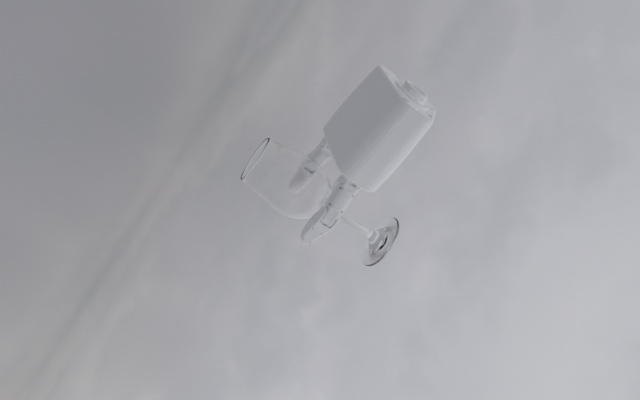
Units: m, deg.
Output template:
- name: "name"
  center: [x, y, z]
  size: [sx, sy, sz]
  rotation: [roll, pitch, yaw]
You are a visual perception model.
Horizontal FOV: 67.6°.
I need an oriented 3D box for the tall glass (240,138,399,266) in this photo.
- name: "tall glass"
  center: [0.001, 0.002, 0.603]
  size: [0.201, 0.079, 0.079]
  rotation: [33, -10, -16]
